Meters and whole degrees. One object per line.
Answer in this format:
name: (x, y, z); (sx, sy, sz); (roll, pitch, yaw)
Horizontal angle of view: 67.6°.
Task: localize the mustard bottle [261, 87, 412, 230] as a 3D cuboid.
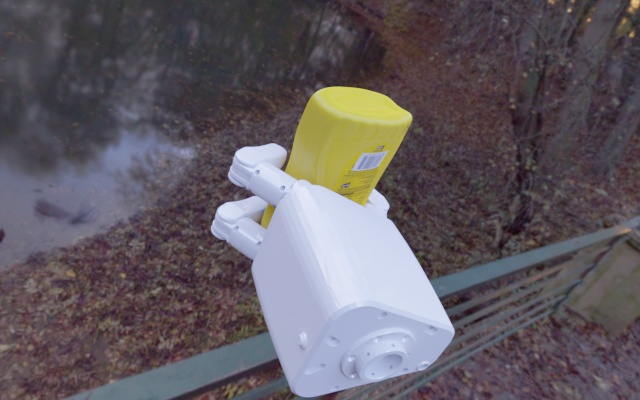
mustard bottle: (0.000, 0.001, 0.406); (0.096, 0.192, 0.058); (-12, 47, -47)
